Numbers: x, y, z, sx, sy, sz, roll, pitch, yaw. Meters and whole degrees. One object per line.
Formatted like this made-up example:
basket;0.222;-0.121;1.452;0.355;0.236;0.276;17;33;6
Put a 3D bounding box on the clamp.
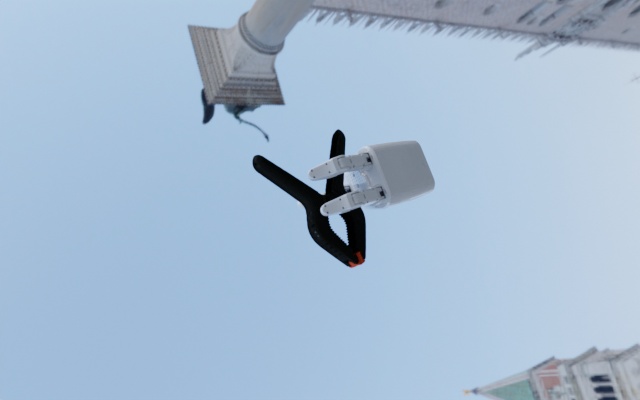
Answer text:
clamp;0.000;0.003;0.696;0.164;0.210;0.036;-15;-11;-31
